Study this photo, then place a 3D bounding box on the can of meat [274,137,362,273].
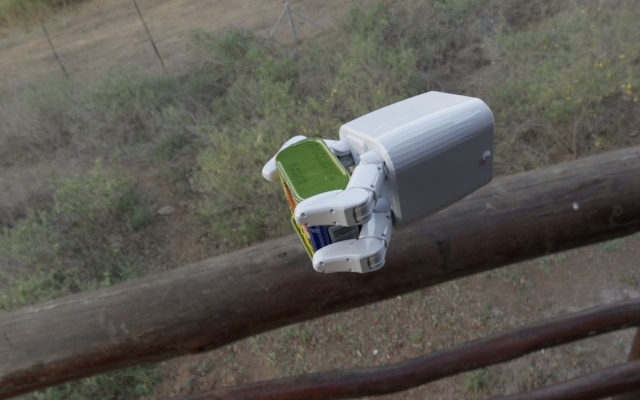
[{"bbox_3d":[0.000,0.001,0.445,0.057,0.084,0.102,-22,40,-8],"label":"can of meat"}]
